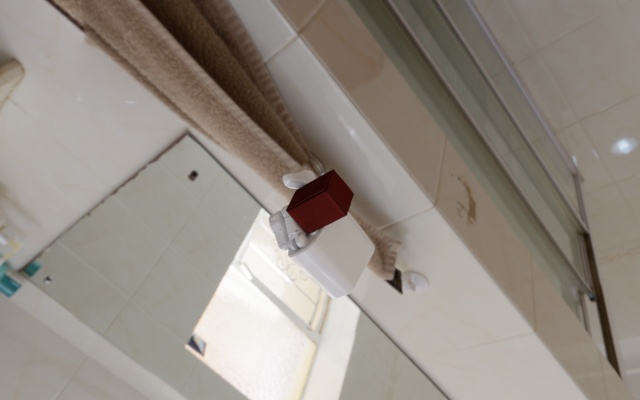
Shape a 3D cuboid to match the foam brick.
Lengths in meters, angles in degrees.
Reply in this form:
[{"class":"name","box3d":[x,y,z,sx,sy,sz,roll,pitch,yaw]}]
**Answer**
[{"class":"foam brick","box3d":[0.000,0.002,0.683,0.078,0.051,0.053,-28,24,34]}]
